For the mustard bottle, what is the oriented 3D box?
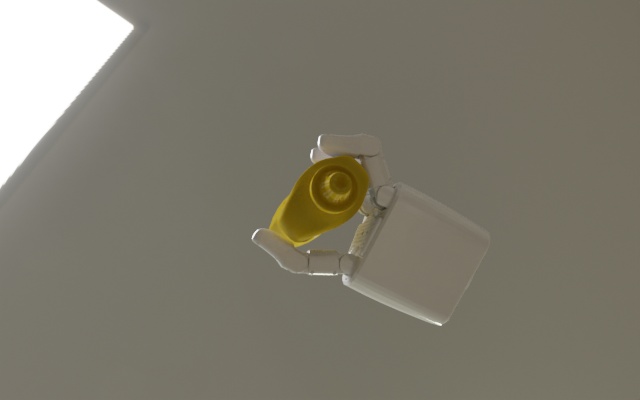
[{"bbox_3d":[0.000,0.001,0.466,0.096,0.058,0.191,-39,0,-13],"label":"mustard bottle"}]
